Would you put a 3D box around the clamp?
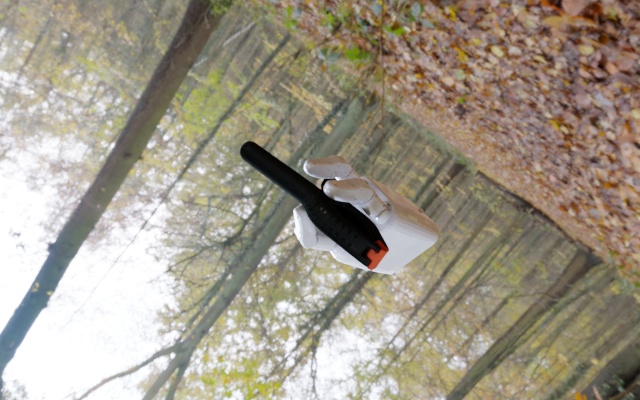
[{"bbox_3d":[0.000,0.003,0.561,0.164,0.036,0.210,20,21,-39],"label":"clamp"}]
